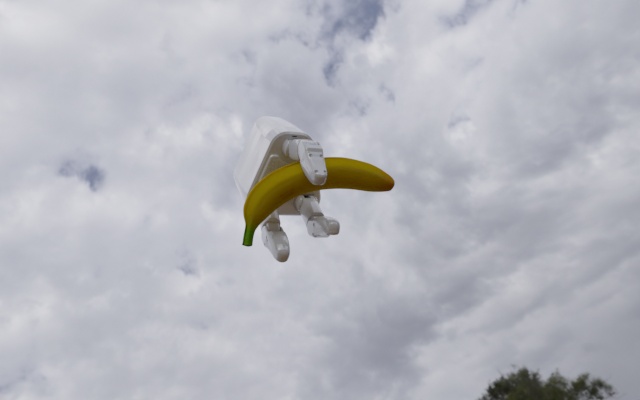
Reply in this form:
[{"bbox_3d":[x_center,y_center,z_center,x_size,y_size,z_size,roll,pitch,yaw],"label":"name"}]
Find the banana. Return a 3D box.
[{"bbox_3d":[-0.008,-0.014,0.549,0.198,0.069,0.037,-21,13,-17],"label":"banana"}]
